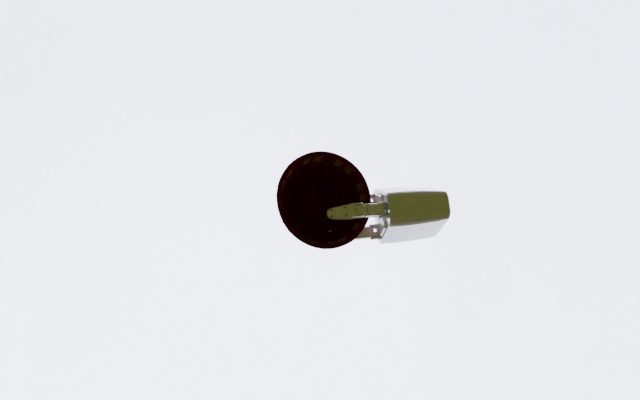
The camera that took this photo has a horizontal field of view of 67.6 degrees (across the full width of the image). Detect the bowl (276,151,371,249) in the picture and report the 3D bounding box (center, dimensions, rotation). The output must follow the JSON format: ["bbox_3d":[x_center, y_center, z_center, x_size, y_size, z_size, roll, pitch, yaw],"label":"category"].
[{"bbox_3d":[-0.001,0.002,0.797,0.162,0.162,0.055,0,-10,-18],"label":"bowl"}]
